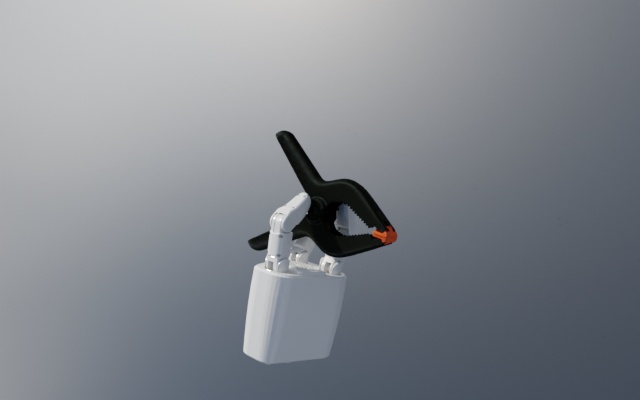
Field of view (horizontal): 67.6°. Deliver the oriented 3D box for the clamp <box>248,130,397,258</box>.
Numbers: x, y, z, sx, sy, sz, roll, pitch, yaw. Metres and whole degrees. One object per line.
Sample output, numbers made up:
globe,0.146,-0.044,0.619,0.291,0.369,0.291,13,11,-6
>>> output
clamp,0.000,0.002,0.586,0.210,0.164,0.036,12,5,36
